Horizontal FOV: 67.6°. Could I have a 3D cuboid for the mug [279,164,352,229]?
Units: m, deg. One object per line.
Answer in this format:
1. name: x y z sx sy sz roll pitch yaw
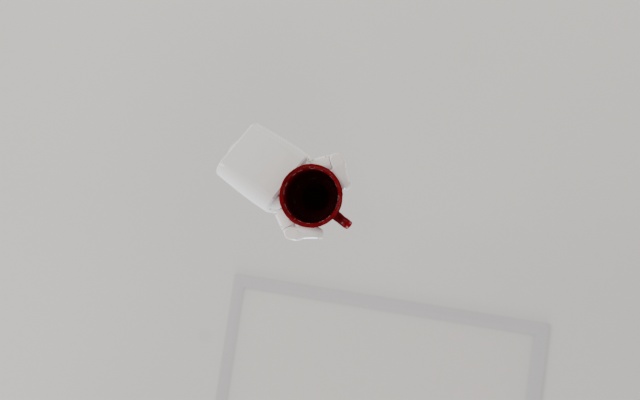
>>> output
1. mug: 0.001 0.003 0.727 0.117 0.093 0.081 36 1 8
